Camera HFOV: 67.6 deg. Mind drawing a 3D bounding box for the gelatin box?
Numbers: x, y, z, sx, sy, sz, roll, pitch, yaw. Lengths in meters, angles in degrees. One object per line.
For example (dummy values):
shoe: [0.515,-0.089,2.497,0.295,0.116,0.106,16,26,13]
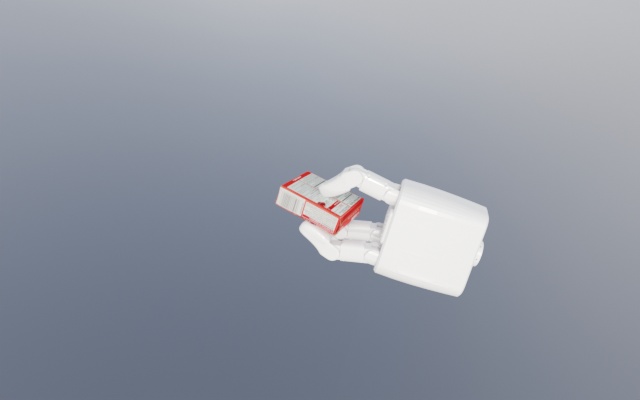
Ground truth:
gelatin box: [0.000,0.001,0.600,0.089,0.030,0.073,28,29,16]
